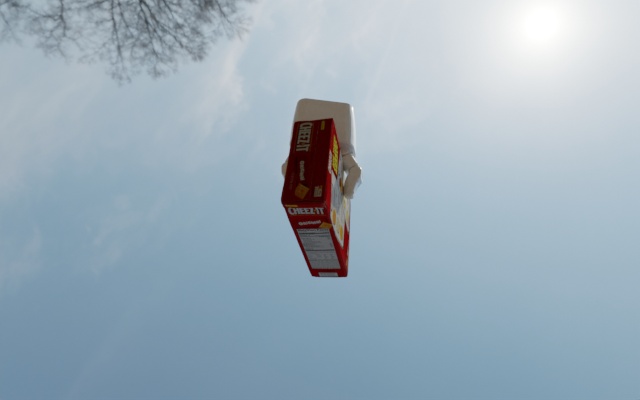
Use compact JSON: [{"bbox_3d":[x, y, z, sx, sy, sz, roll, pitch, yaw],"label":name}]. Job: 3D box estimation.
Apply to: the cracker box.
[{"bbox_3d":[0.000,0.003,0.768,0.072,0.164,0.214,-3,-37,11],"label":"cracker box"}]
